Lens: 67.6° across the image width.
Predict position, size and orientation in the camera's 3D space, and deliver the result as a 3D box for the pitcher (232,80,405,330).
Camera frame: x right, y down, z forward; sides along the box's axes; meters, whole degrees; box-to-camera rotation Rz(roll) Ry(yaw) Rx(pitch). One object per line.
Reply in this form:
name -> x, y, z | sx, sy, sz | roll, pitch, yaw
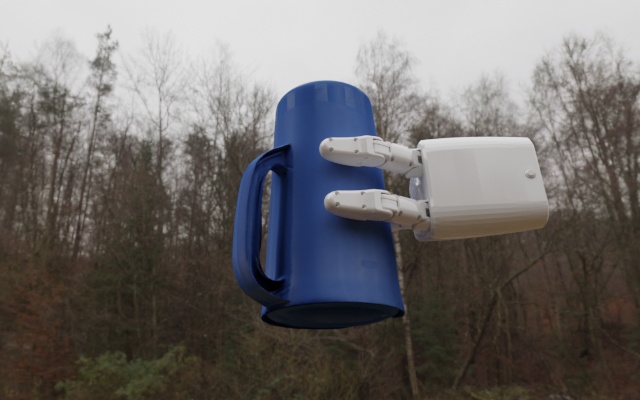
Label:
pitcher -> 0.000, 0.002, 0.480 | 0.145, 0.242, 0.149 | -4, -24, 3
